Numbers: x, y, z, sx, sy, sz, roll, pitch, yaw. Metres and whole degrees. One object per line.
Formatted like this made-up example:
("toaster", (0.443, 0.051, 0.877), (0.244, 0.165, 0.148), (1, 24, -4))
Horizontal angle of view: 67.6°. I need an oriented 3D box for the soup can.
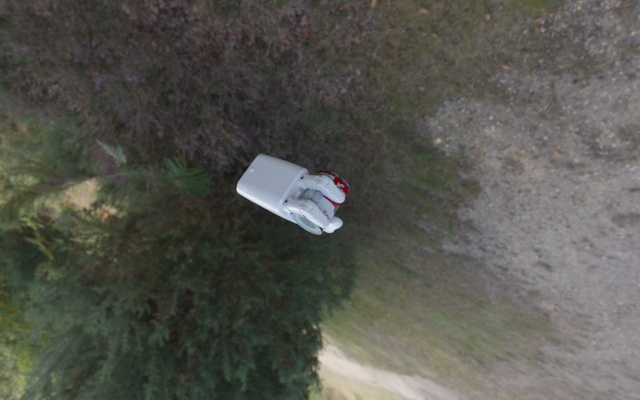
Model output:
("soup can", (0.000, 0.003, 0.883), (0.068, 0.102, 0.068), (28, -21, 12))
